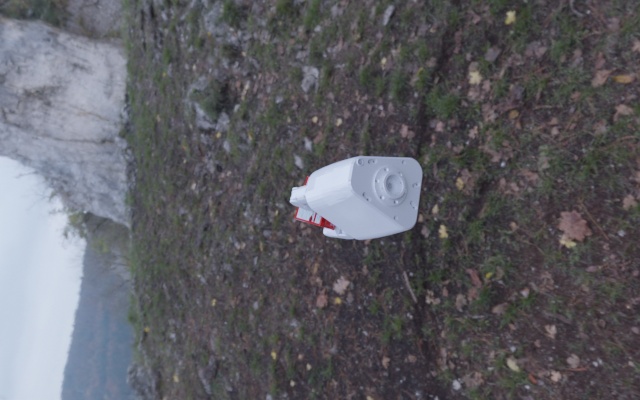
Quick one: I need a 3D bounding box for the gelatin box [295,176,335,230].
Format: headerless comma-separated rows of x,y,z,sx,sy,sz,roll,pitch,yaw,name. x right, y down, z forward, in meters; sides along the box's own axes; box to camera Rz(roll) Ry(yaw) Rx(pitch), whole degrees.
0.000,0.002,0.740,0.030,0.073,0.089,18,-3,-29,gelatin box
